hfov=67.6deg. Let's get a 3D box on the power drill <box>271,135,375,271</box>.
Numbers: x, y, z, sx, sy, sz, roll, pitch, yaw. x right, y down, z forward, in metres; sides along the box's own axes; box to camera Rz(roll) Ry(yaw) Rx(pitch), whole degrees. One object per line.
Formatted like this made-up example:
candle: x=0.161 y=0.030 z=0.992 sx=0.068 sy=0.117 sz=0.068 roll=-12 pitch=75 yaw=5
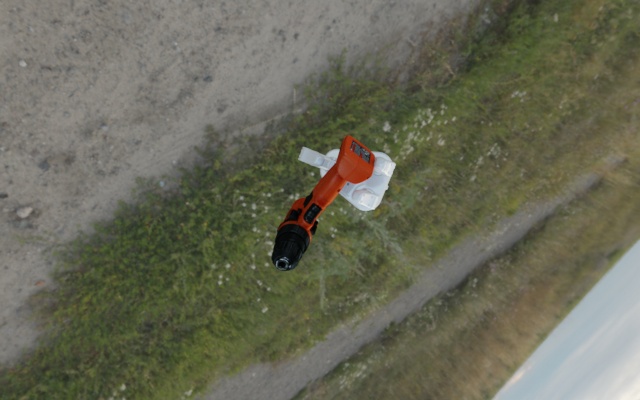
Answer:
power drill: x=0.000 y=0.002 z=0.706 sx=0.057 sy=0.188 sz=0.184 roll=37 pitch=25 yaw=-10
